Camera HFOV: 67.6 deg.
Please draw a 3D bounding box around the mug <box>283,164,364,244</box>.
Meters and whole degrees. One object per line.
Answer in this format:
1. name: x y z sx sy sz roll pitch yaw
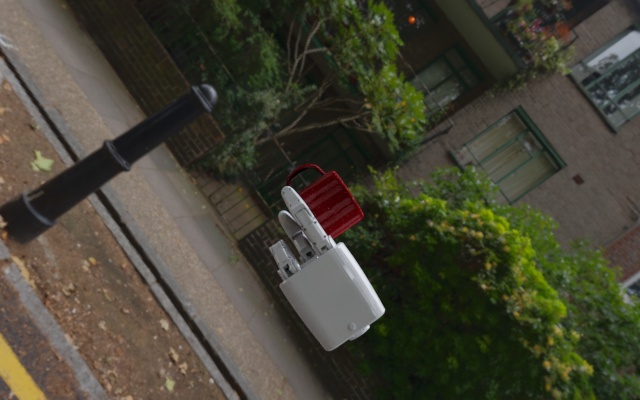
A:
1. mug: -0.001 0.001 0.671 0.081 0.117 0.093 -34 -4 1
